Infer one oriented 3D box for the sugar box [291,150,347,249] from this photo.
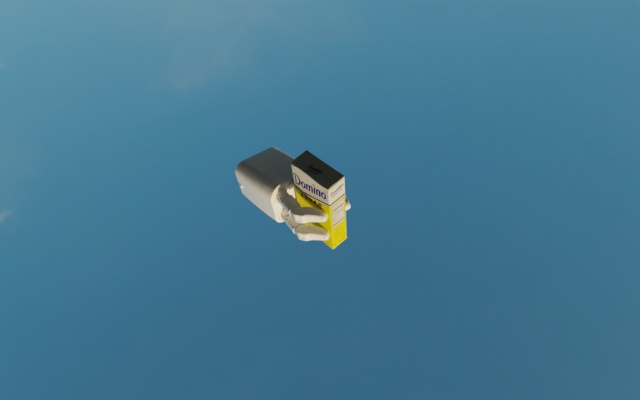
[{"bbox_3d":[0.000,0.003,0.847,0.093,0.048,0.176,37,-25,29],"label":"sugar box"}]
